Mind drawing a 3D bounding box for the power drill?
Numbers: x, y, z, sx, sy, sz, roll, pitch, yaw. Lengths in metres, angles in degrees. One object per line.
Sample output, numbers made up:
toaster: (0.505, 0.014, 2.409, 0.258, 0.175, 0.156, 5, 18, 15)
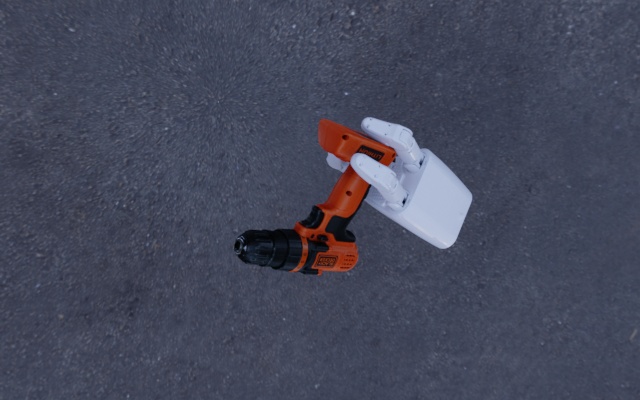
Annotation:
power drill: (0.000, 0.002, 0.574, 0.184, 0.188, 0.057, 10, 21, -45)
